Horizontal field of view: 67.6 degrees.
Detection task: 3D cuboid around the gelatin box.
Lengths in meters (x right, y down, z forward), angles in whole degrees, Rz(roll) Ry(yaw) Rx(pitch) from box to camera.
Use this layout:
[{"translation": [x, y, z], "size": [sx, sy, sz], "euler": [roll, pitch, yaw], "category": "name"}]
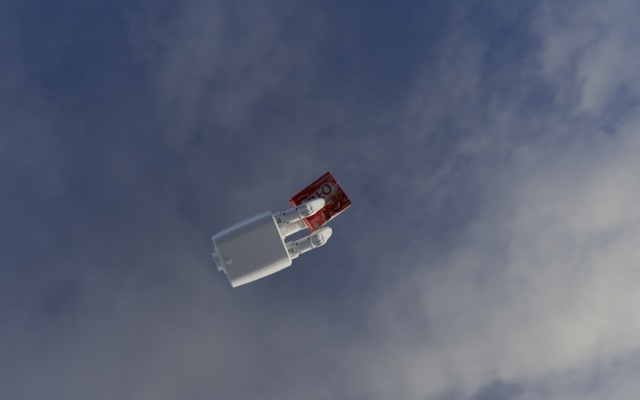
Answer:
[{"translation": [0.000, 0.003, 0.859], "size": [0.089, 0.073, 0.030], "euler": [-35, -2, -16], "category": "gelatin box"}]
